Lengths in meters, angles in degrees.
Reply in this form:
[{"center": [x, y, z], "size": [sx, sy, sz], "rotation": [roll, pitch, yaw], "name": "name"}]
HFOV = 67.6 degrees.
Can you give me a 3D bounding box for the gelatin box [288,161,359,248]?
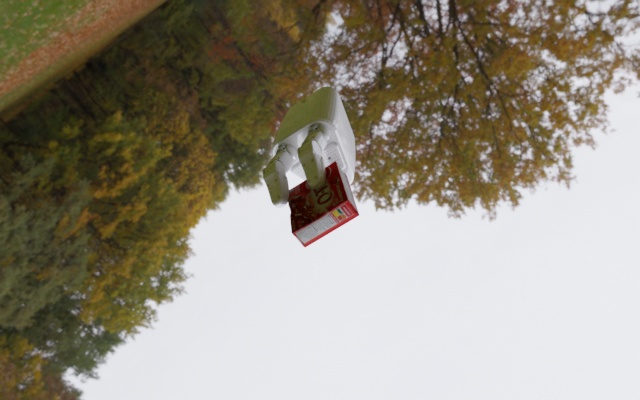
[{"center": [0.000, 0.002, 0.550], "size": [0.073, 0.030, 0.089], "rotation": [-31, 33, 13], "name": "gelatin box"}]
